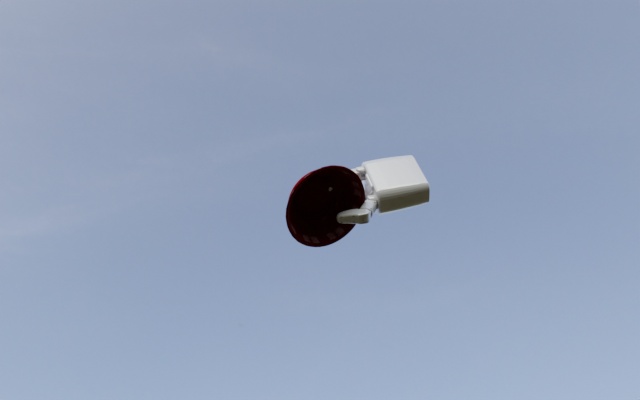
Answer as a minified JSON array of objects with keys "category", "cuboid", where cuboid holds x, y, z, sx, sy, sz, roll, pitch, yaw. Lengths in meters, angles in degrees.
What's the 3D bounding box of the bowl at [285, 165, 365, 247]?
[{"category":"bowl","cuboid":[-0.001,0.003,0.876,0.162,0.162,0.055,0,24,-31]}]
